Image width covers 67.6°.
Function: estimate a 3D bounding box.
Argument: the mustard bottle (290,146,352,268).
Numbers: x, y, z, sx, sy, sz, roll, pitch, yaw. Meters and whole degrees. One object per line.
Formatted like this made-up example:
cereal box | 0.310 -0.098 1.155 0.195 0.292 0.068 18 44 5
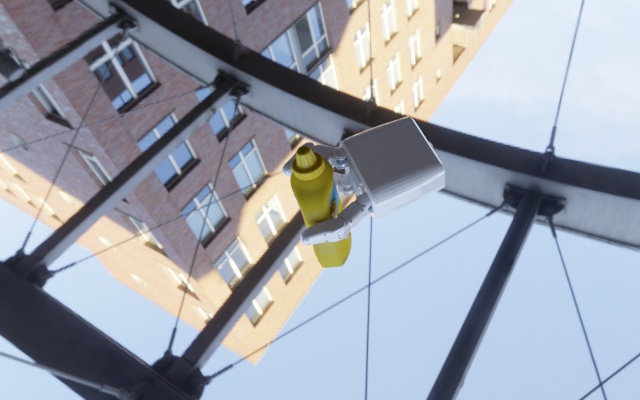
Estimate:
mustard bottle | 0.000 0.002 0.650 0.058 0.096 0.192 -6 -43 11
